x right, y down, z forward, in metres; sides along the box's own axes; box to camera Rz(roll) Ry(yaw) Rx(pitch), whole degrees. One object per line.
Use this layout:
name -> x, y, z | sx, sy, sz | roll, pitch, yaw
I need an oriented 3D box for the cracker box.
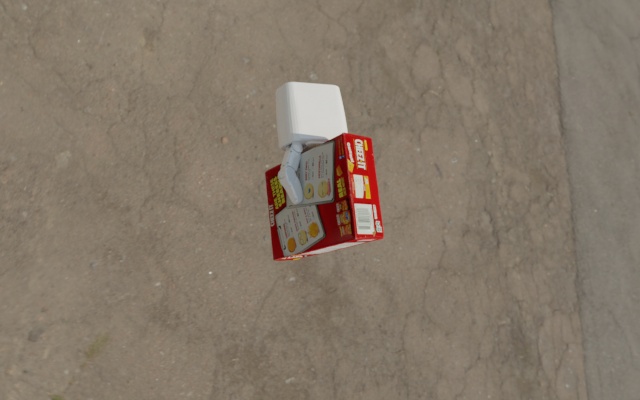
cracker box -> 0.000, 0.003, 0.787 | 0.072, 0.164, 0.214 | 4, -16, -39
